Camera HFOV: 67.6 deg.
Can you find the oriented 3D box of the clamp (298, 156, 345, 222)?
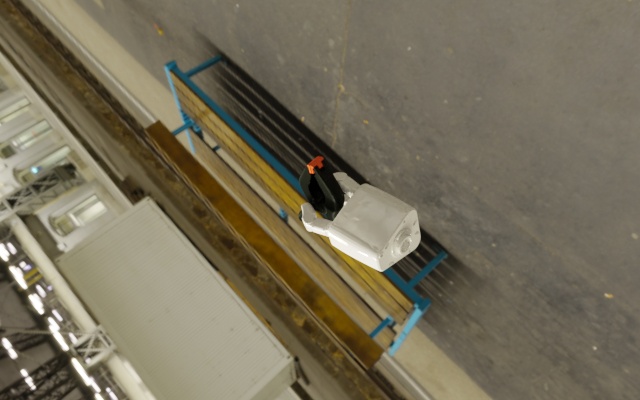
[{"bbox_3d":[0.000,0.003,0.858,0.164,0.210,0.036,25,57,38],"label":"clamp"}]
